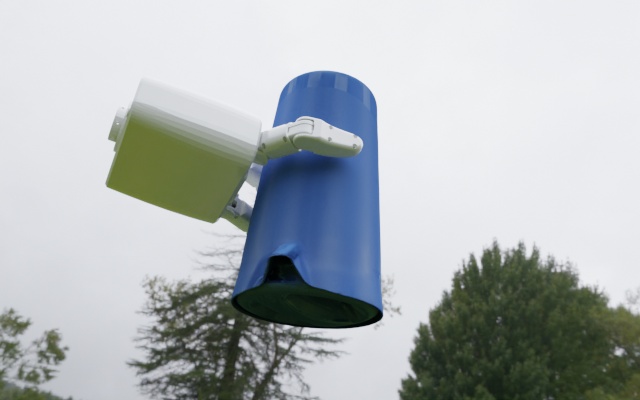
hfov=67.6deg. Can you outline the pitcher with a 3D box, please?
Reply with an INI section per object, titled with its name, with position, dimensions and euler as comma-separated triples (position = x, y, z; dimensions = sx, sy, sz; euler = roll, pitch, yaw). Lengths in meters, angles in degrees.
[pitcher]
position = 0.000, 0.001, 0.478
dimensions = 0.145, 0.242, 0.149
euler = 19, -30, -23
